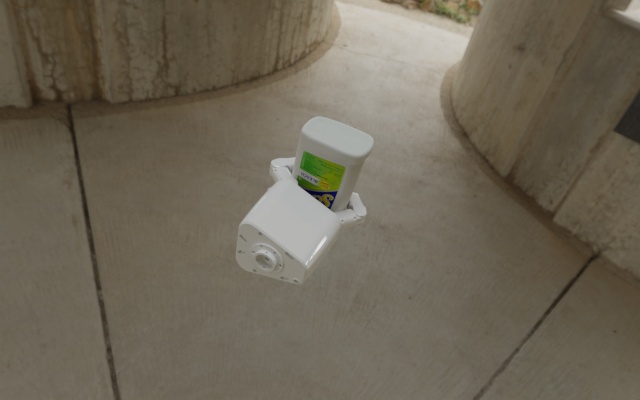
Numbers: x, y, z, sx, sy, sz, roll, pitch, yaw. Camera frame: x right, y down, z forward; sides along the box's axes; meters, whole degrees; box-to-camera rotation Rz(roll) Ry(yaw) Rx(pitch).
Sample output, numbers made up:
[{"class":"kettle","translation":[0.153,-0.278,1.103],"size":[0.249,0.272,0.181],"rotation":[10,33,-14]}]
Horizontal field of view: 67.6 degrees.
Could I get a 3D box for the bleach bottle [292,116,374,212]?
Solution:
[{"class":"bleach bottle","translation":[0.000,0.002,0.728],"size":[0.102,0.251,0.068],"rotation":[25,41,13]}]
